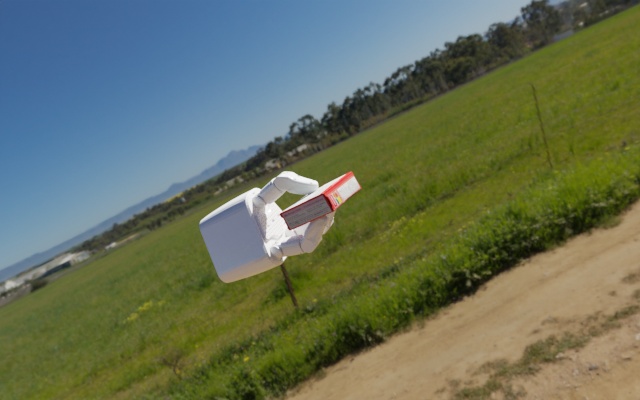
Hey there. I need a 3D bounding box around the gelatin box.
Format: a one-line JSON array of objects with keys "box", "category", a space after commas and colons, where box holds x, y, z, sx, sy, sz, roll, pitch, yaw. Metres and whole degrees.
[{"box": [0.000, 0.002, 0.632, 0.089, 0.030, 0.073, -26, 7, 42], "category": "gelatin box"}]
